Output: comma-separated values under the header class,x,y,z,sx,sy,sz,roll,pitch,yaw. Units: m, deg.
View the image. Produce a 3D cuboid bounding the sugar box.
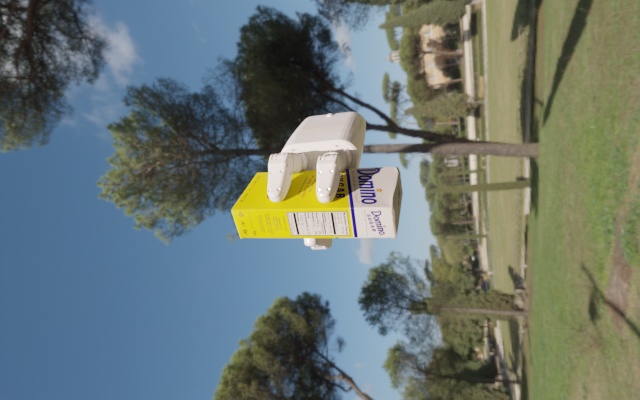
class,x,y,z,sx,sy,sz,roll,pitch,yaw
sugar box,0.000,0.001,0.536,0.176,0.048,0.093,-4,30,16
